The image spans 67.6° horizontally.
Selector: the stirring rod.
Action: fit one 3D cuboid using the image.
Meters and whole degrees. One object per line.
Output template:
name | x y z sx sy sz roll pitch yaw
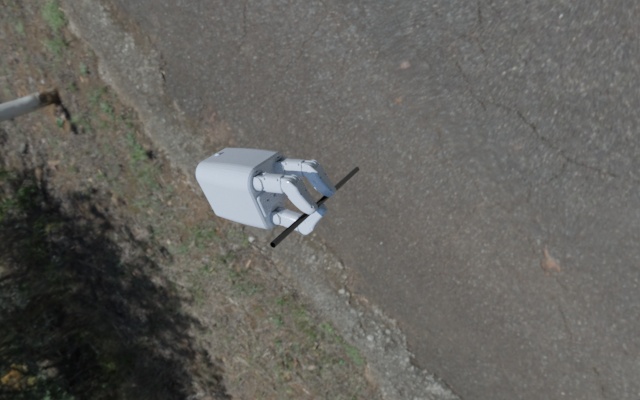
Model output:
stirring rod | 0.000 0.002 0.681 0.011 0.011 0.239 0 26 33
